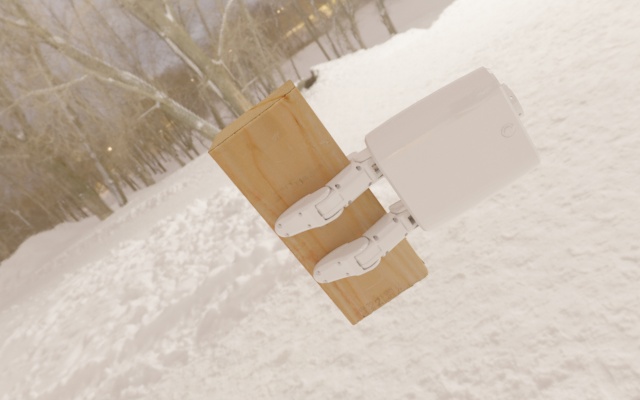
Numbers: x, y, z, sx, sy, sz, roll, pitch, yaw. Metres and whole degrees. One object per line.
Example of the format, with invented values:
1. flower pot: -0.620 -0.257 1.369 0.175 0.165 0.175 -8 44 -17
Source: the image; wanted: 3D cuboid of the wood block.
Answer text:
1. wood block: 0.000 0.001 0.446 0.090 0.206 0.090 -36 18 6
